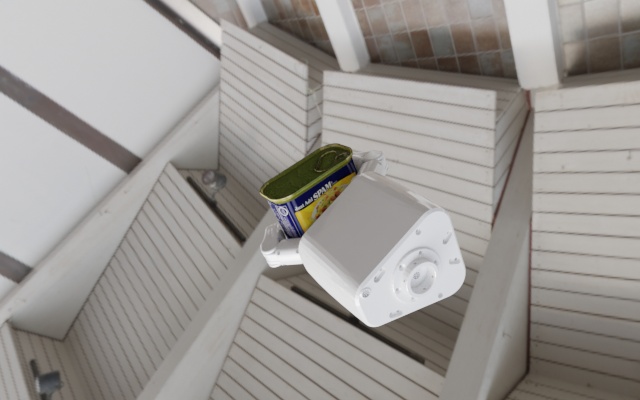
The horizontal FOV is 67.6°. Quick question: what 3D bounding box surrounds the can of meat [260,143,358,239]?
[{"bbox_3d":[0.000,0.002,0.509,0.102,0.084,0.057,-34,30,-17],"label":"can of meat"}]
